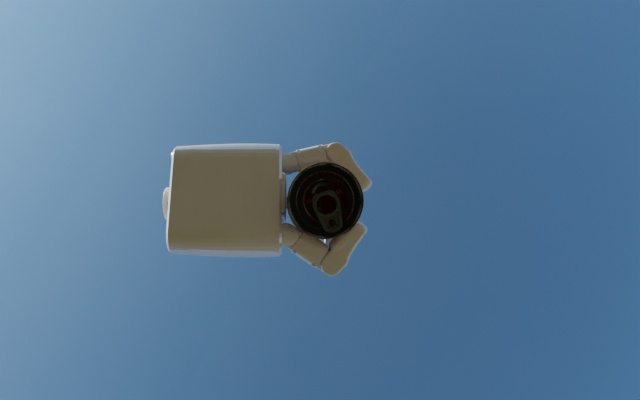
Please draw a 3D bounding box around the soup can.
[{"bbox_3d":[0.001,0.001,0.469,0.068,0.068,0.102,0,-2,-5],"label":"soup can"}]
